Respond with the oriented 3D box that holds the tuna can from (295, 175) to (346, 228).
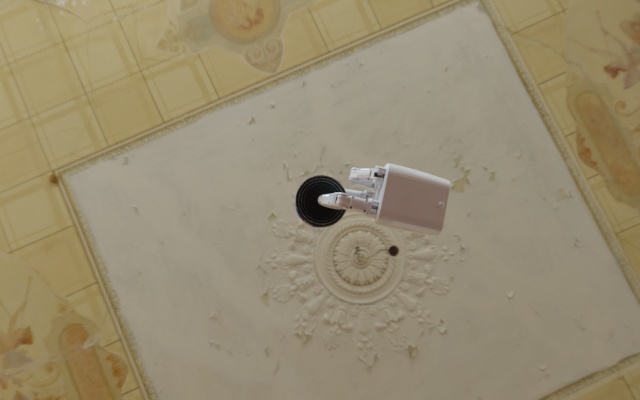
[{"bbox_3d":[0.000,0.003,0.792,0.086,0.086,0.034,0,-6,-7],"label":"tuna can"}]
